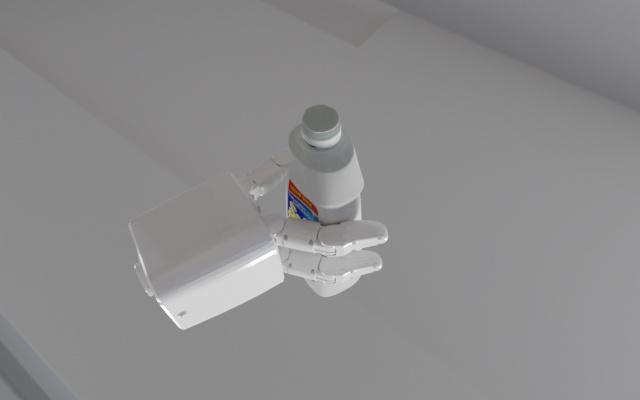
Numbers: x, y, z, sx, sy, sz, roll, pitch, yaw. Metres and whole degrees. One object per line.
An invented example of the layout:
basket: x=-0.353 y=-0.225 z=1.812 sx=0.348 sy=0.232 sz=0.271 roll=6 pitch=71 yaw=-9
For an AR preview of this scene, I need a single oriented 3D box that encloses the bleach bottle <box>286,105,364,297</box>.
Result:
bleach bottle: x=0.000 y=0.002 z=0.467 sx=0.068 sy=0.102 sz=0.251 roll=-26 pitch=-31 yaw=-14
